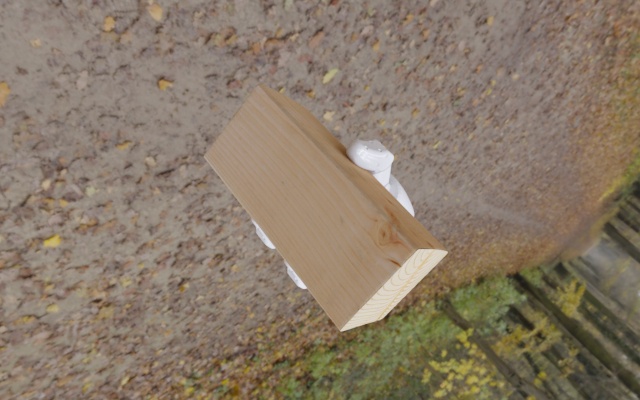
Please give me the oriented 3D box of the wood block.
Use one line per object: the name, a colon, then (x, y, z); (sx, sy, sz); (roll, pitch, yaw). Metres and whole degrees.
wood block: (0.001, 0.001, 0.427); (0.206, 0.091, 0.090); (48, 16, 25)
